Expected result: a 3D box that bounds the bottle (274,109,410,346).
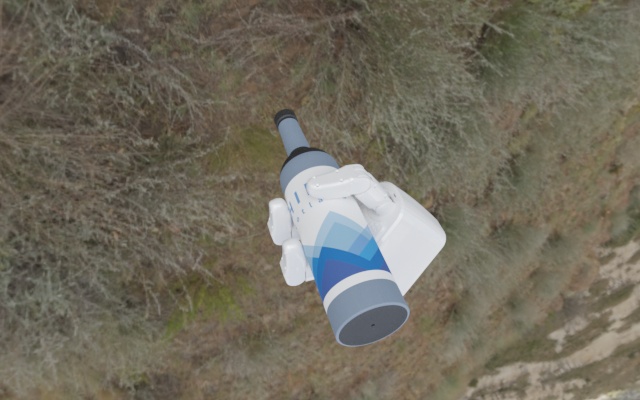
[{"bbox_3d":[0.000,0.002,0.494,0.069,0.295,0.069,-13,-41,-12],"label":"bottle"}]
